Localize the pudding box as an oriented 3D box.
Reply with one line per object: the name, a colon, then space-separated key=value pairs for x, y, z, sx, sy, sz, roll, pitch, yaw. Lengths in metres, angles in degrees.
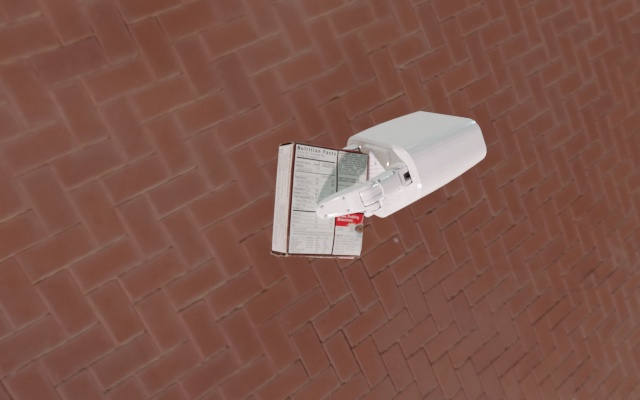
pudding box: x=0.000 y=0.002 z=0.485 sx=0.090 sy=0.113 sz=0.039 roll=6 pitch=-4 yaw=-29
